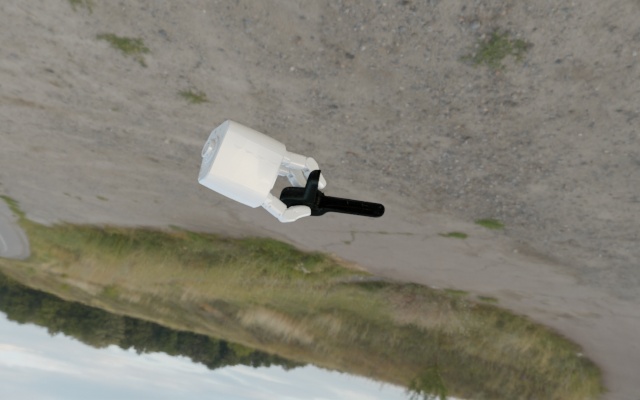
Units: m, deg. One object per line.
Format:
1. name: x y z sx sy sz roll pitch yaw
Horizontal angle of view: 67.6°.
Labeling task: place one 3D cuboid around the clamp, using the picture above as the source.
1. clamp: -0.001 0.004 0.854 0.164 0.036 0.210 25 -21 -28
